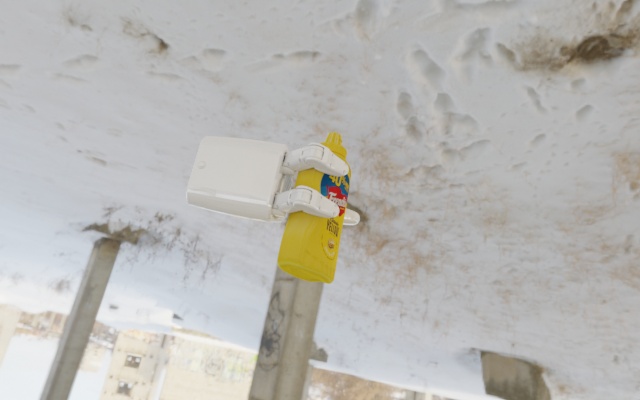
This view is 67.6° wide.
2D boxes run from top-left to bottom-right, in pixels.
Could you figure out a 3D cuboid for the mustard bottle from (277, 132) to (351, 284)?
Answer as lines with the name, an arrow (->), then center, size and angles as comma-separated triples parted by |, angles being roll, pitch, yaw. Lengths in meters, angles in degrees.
mustard bottle -> 0.000, 0.002, 0.603 | 0.058, 0.191, 0.096 | 1, -21, 29
